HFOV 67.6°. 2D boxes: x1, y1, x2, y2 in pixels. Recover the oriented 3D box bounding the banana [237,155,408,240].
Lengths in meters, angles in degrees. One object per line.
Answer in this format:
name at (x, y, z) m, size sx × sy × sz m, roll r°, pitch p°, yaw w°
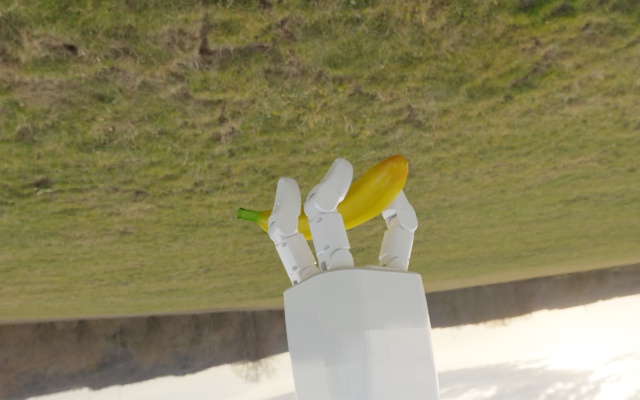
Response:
banana at (0.009, 0.007, 0.455) m, size 0.198 × 0.037 × 0.070 m, roll -19°, pitch -27°, yaw 35°
